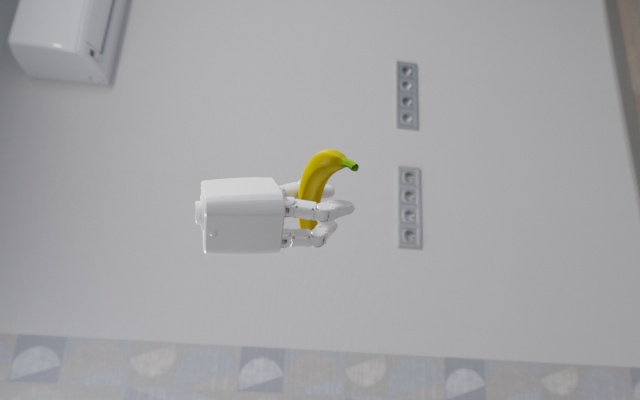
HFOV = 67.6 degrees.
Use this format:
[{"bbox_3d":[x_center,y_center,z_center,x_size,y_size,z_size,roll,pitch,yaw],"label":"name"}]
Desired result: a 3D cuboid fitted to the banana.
[{"bbox_3d":[-0.005,-0.015,0.698,0.037,0.069,0.198,-8,-30,-26],"label":"banana"}]
